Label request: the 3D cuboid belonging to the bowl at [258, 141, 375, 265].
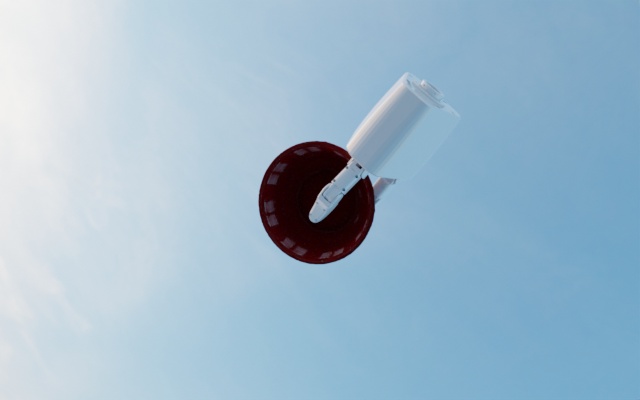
[{"bbox_3d":[-0.001,0.003,0.644,0.162,0.162,0.055,0,3,19],"label":"bowl"}]
